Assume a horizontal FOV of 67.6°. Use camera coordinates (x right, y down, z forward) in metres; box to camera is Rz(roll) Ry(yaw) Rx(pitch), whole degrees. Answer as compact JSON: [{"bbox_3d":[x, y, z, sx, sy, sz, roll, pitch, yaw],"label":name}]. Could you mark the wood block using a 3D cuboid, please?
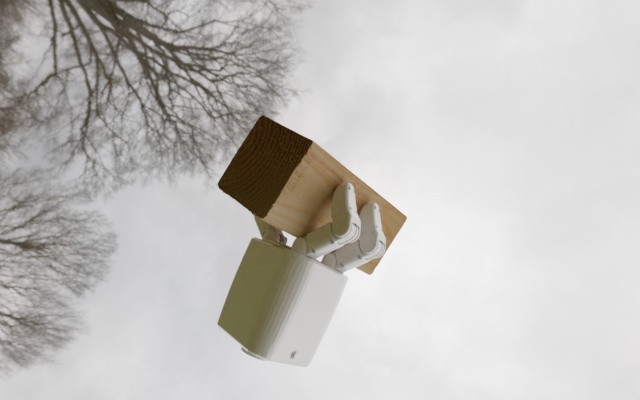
[{"bbox_3d":[0.000,0.002,0.541,0.090,0.090,0.206,31,-2,41],"label":"wood block"}]
